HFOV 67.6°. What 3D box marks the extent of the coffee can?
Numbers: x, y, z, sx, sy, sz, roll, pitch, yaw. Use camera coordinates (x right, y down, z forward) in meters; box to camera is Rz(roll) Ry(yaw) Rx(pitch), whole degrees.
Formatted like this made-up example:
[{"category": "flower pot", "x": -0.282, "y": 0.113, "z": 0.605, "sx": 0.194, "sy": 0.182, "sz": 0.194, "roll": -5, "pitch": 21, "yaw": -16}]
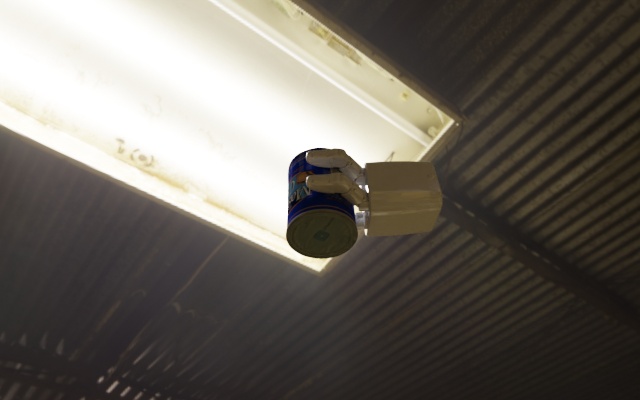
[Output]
[{"category": "coffee can", "x": 0.000, "y": 0.003, "z": 0.725, "sx": 0.103, "sy": 0.140, "sz": 0.103, "roll": -1, "pitch": -45, "yaw": -1}]
